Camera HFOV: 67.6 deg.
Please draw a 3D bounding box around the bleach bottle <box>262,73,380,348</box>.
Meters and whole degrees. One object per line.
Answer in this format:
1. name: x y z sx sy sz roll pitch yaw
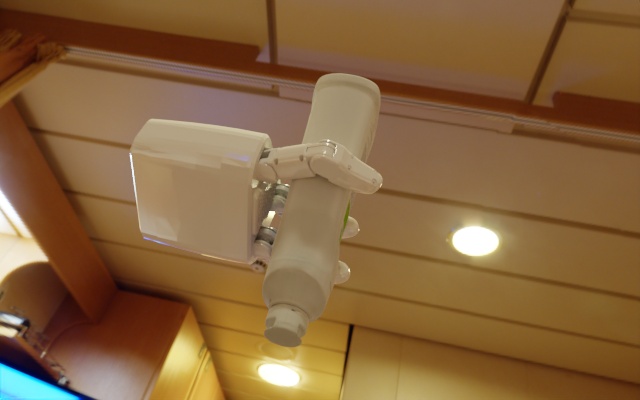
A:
1. bleach bottle: 0.000 0.001 0.415 0.068 0.250 0.103 10 -41 7
